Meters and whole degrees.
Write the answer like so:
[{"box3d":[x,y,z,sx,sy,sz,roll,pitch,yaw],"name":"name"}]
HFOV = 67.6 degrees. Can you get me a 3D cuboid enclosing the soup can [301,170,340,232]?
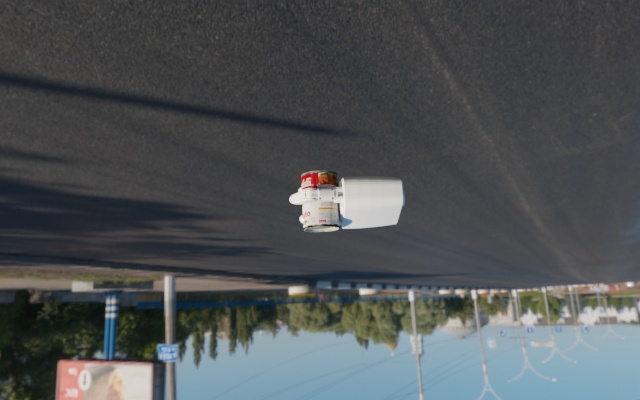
[{"box3d":[0.000,0.003,0.874,0.068,0.102,0.068,-3,-12,-1],"name":"soup can"}]
